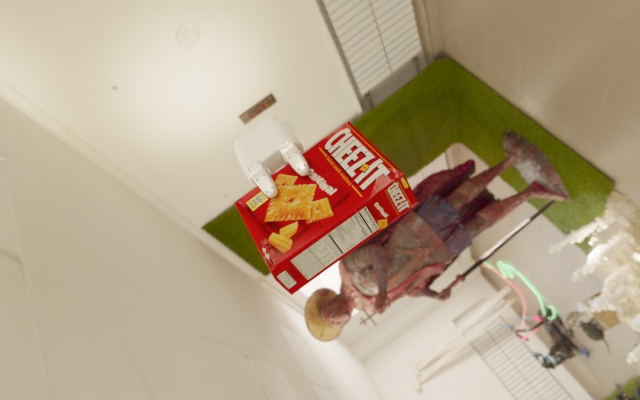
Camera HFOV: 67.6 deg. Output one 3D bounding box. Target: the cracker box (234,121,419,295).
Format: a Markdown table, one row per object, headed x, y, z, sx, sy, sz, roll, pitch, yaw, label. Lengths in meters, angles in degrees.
| x | y | z | sx | sy | sz | roll | pitch | yaw | label |
| --- | --- | --- | --- | --- | --- | --- | --- | --- | --- |
| 0.000 | 0.002 | 0.673 | 0.213 | 0.072 | 0.164 | -36 | 43 | 0 | cracker box |
